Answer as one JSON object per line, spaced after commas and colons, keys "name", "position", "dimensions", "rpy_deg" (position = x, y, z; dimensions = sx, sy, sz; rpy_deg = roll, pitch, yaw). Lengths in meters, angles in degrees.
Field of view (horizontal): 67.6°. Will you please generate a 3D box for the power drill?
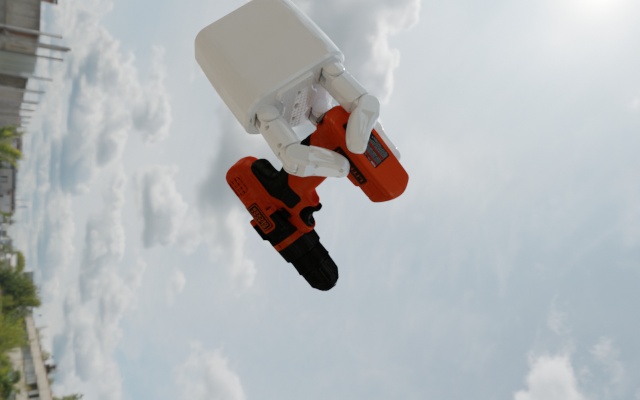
{"name": "power drill", "position": [0.000, 0.001, 0.511], "dimensions": [0.188, 0.184, 0.057], "rpy_deg": [-34, 7, 40]}
